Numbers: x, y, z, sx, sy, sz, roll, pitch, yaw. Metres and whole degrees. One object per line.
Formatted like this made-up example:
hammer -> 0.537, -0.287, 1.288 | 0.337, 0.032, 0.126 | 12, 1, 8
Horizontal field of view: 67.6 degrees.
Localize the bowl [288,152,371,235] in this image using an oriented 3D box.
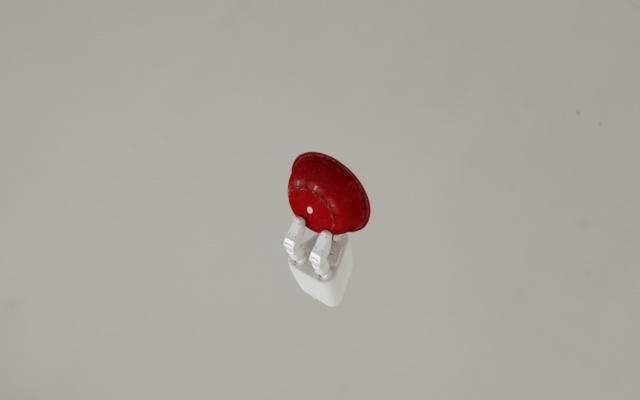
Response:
bowl -> 0.000, 0.002, 0.780 | 0.162, 0.162, 0.055 | 0, 34, 46
